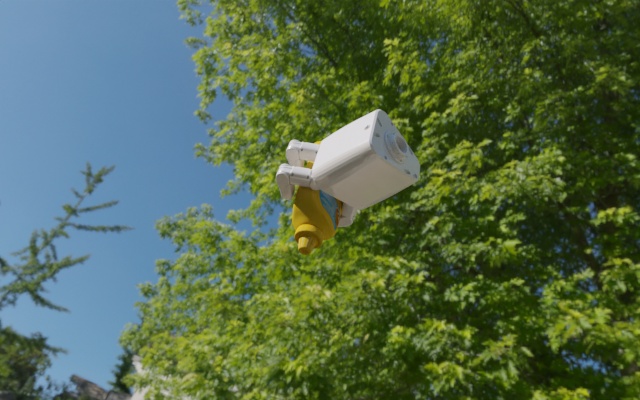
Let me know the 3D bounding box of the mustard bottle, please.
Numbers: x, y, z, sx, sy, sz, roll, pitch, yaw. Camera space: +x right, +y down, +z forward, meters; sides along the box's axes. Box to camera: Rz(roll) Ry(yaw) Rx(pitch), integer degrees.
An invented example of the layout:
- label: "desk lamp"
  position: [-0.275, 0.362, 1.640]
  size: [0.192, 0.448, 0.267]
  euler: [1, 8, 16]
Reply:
- label: "mustard bottle"
  position: [0.000, 0.002, 0.722]
  size: [0.058, 0.191, 0.096]
  euler: [-5, -46, 23]
